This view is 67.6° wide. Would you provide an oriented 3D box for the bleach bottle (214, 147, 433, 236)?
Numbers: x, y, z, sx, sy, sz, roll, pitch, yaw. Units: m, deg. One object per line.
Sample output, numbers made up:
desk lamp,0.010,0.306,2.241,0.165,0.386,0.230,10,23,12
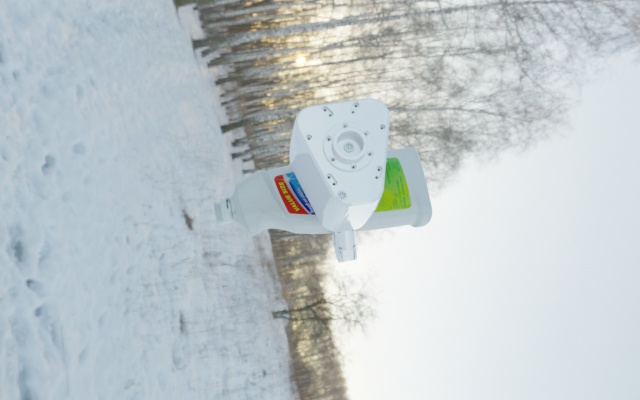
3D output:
bleach bottle,0.000,0.002,0.580,0.251,0.102,0.068,-10,-13,-7
